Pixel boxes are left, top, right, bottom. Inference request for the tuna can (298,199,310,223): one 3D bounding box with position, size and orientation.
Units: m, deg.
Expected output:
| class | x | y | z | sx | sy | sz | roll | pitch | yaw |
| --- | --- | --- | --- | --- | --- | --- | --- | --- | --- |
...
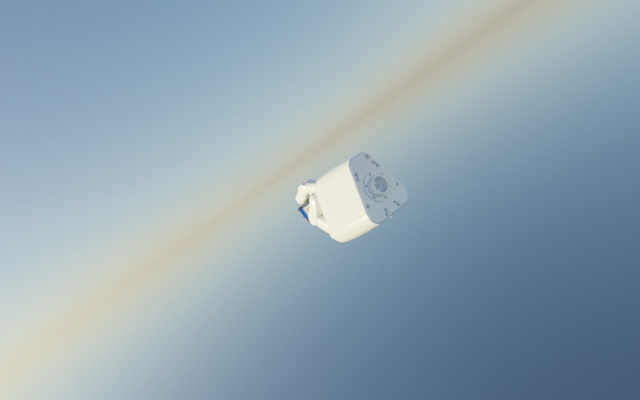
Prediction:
| class | x | y | z | sx | sy | sz | roll | pitch | yaw |
| --- | --- | --- | --- | --- | --- | --- | --- | --- | --- |
| tuna can | 0.000 | 0.002 | 0.874 | 0.086 | 0.034 | 0.086 | -38 | 1 | 1 |
